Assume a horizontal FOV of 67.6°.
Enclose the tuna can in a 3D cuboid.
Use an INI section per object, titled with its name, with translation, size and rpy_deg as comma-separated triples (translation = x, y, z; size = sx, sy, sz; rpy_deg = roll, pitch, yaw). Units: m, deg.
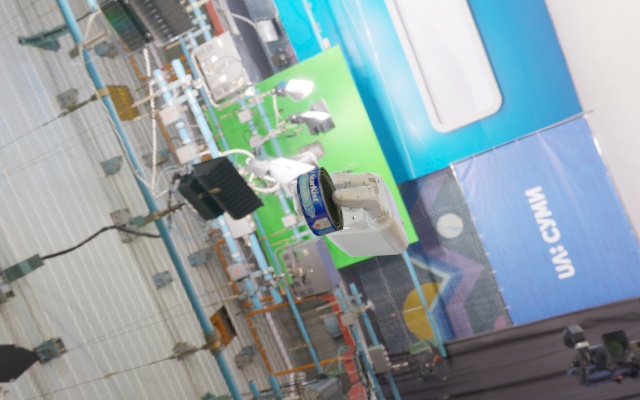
[tuna can]
translation = 0.000, 0.002, 0.615
size = 0.034, 0.086, 0.086
rpy_deg = -17, -4, 13
